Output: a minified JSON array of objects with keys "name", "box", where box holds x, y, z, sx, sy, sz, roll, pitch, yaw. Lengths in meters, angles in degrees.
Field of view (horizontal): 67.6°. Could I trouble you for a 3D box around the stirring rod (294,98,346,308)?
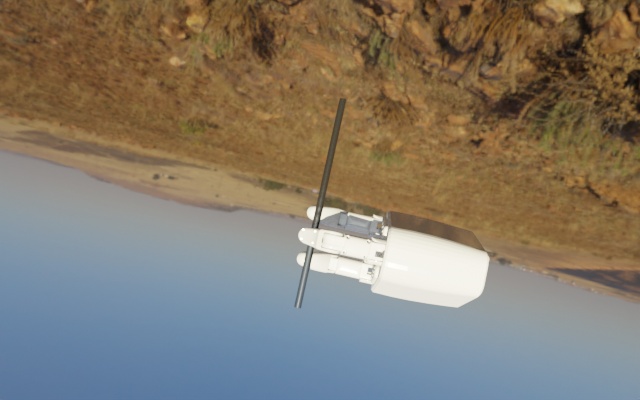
[{"name":"stirring rod","box":[0.000,0.002,0.538,0.011,0.239,0.011,12,-3,1]}]
